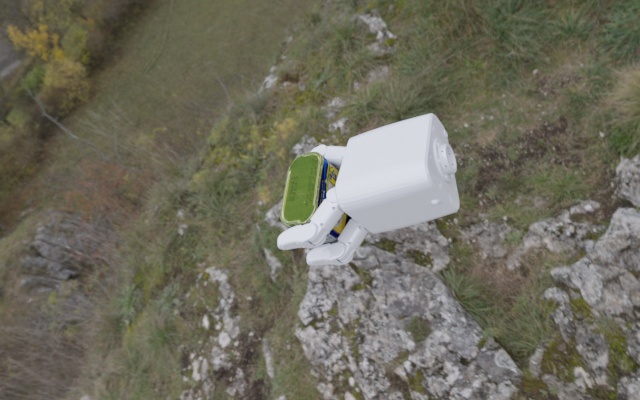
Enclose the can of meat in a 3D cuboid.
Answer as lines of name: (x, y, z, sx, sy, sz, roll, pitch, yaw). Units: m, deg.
can of meat: (0.000, 0.002, 0.591, 0.057, 0.102, 0.084, -12, -32, 33)
